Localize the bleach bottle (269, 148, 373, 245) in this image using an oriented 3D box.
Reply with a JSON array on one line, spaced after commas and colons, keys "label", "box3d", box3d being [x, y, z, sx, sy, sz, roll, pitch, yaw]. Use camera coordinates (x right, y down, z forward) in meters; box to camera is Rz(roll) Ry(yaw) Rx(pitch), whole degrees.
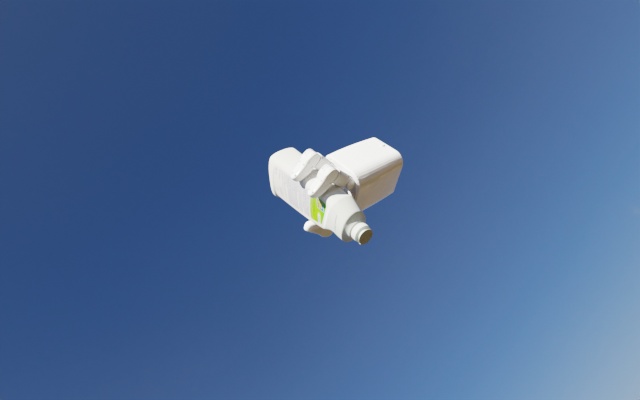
[{"label": "bleach bottle", "box3d": [0.000, 0.003, 0.830, 0.068, 0.103, 0.250, -25, 43, -25]}]
